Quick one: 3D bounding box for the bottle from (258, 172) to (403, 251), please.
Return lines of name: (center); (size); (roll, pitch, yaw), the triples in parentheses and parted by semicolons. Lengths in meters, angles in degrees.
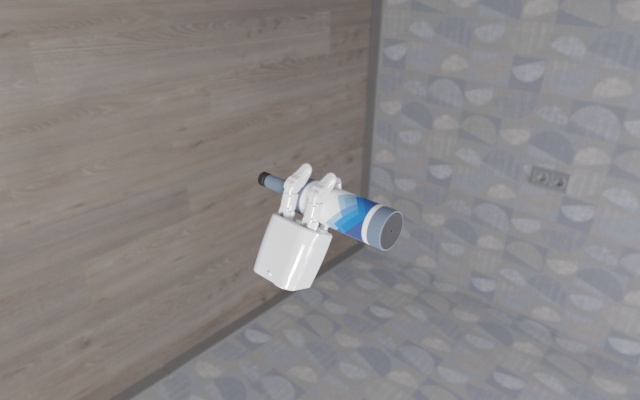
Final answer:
bottle: (0.000, 0.003, 0.827); (0.295, 0.069, 0.069); (22, 13, 36)
